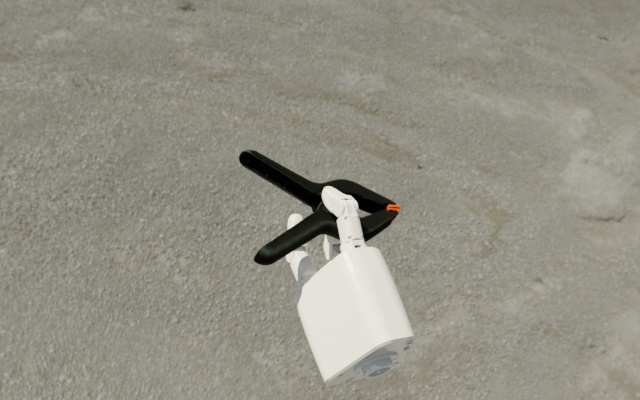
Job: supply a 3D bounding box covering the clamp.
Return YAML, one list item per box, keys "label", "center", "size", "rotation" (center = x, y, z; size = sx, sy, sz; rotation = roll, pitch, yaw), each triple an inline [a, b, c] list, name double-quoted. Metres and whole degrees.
- label: "clamp"
  center: [0.001, 0.002, 0.591]
  size: [0.210, 0.164, 0.036]
  rotation: [-1, -39, -28]
